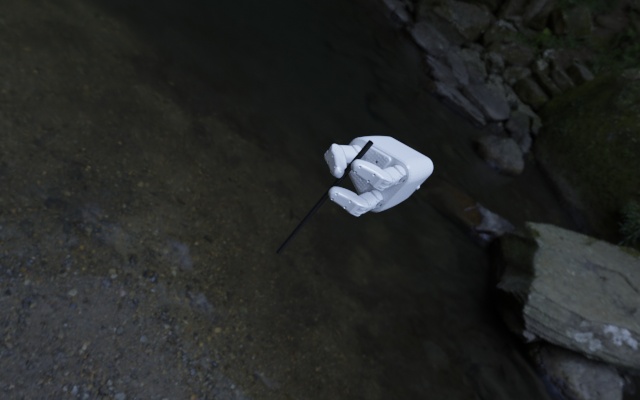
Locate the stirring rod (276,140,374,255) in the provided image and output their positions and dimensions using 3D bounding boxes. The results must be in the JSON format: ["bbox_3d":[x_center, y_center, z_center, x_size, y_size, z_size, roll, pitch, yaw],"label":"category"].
[{"bbox_3d":[0.000,0.002,0.692,0.011,0.011,0.240,0,-41,-48],"label":"stirring rod"}]
